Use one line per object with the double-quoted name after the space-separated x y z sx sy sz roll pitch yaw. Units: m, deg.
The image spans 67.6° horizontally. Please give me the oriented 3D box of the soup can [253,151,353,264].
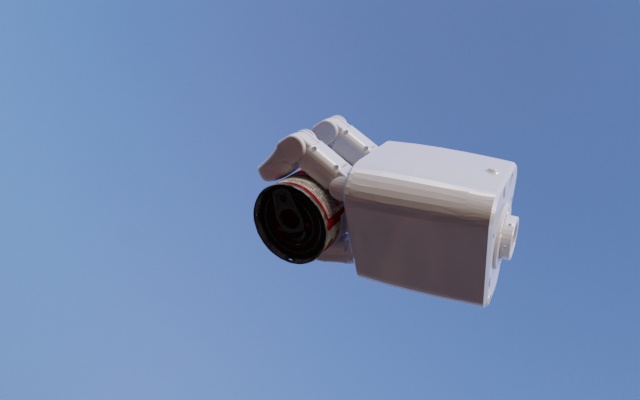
0.000 0.001 0.410 0.068 0.068 0.102 0 21 32 "soup can"
